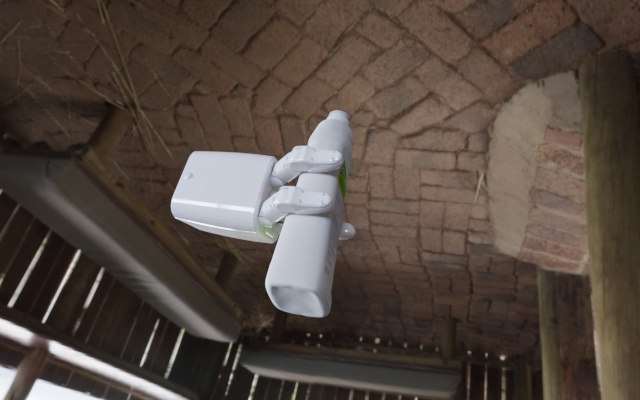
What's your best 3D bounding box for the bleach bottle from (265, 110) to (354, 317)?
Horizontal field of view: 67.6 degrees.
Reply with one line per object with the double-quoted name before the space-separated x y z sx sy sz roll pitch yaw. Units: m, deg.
"bleach bottle" 0.000 0.002 0.570 0.068 0.250 0.103 8 -30 10
